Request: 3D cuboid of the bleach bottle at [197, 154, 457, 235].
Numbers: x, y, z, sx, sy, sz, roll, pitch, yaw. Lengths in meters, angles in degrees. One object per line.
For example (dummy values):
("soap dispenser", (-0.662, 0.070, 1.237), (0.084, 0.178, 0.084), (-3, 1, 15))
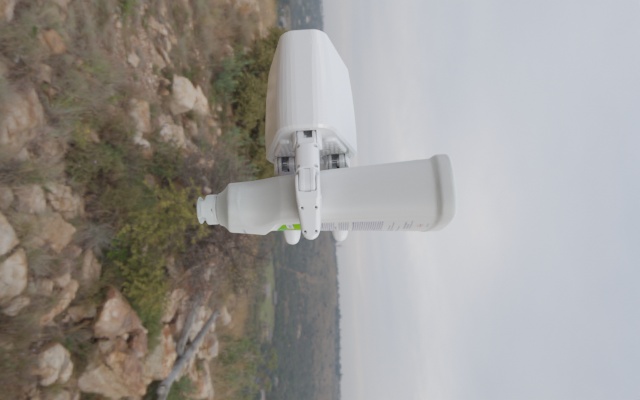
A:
("bleach bottle", (0.000, 0.002, 0.484), (0.251, 0.068, 0.102), (-3, -15, 2))
